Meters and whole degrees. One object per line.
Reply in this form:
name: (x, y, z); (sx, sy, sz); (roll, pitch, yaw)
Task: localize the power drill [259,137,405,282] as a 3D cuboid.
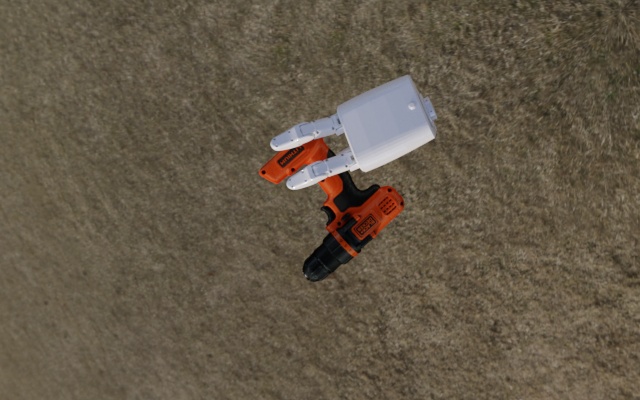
power drill: (0.000, 0.002, 0.696); (0.184, 0.187, 0.057); (-43, 5, 2)
